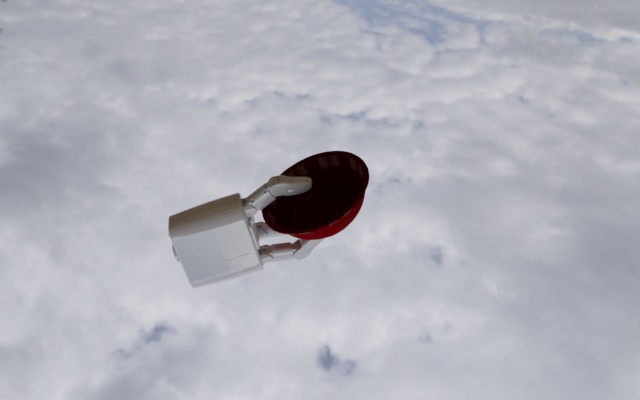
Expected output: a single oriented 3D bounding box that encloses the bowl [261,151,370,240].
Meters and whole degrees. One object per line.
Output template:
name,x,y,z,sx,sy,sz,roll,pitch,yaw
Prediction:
bowl,0.002,0.002,0.676,0.162,0.162,0.055,0,-43,32
